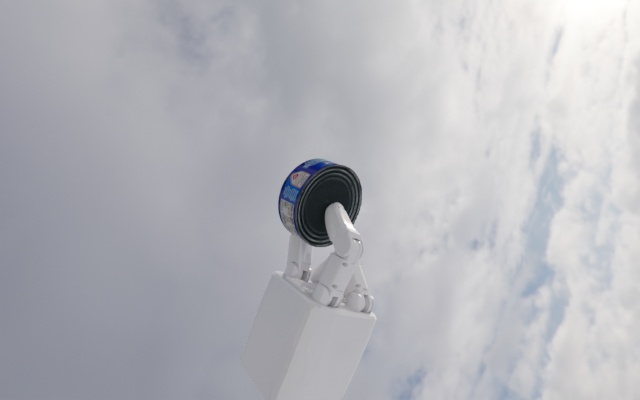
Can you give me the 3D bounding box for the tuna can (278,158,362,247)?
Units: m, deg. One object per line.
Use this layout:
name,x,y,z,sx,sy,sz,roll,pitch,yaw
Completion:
tuna can,0.000,0.001,0.482,0.086,0.086,0.033,0,17,-41
